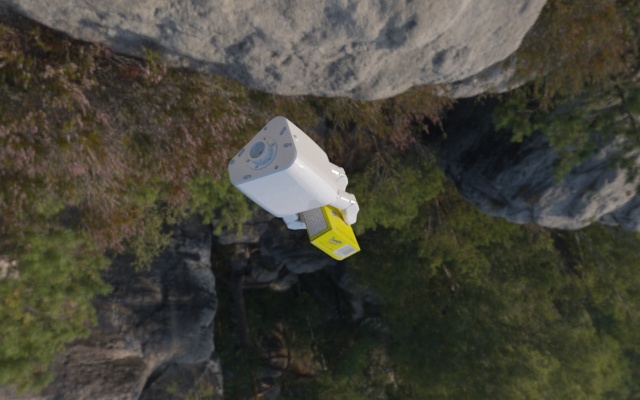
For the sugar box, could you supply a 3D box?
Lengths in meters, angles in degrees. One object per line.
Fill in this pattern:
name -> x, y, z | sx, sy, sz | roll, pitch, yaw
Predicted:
sugar box -> 0.001, 0.002, 0.764 | 0.048, 0.176, 0.093 | -30, -37, 17
